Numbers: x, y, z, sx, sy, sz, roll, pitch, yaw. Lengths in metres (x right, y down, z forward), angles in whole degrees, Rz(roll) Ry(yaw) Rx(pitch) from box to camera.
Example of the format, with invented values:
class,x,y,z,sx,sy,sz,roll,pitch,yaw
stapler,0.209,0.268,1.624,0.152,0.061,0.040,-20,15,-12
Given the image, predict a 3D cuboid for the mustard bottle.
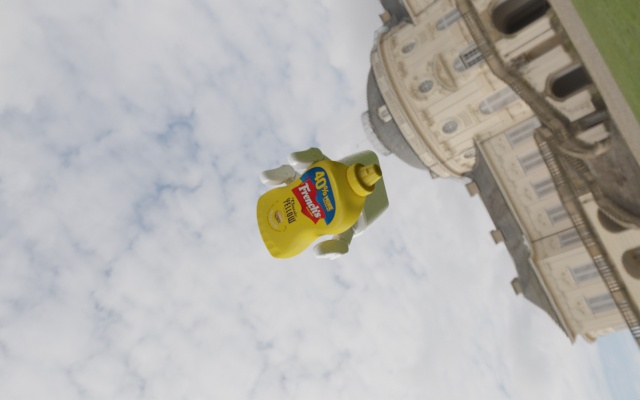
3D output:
class,x,y,z,sx,sy,sz,roll,pitch,yaw
mustard bottle,0.000,0.002,0.624,0.192,0.096,0.058,-29,-23,34
